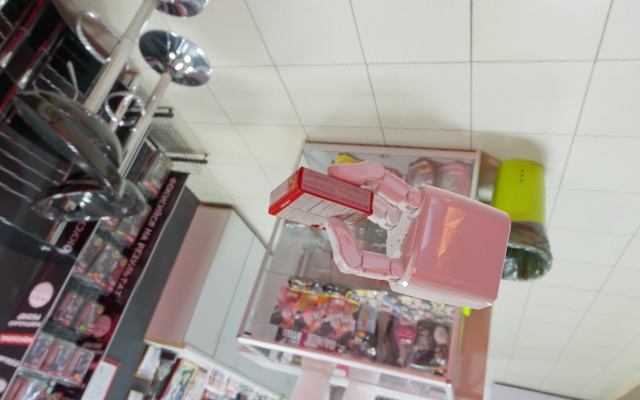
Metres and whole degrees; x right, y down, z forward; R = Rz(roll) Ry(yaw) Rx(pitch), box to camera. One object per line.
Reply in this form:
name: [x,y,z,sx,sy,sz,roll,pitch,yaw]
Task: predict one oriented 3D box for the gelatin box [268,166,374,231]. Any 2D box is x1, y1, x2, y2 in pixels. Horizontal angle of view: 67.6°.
gelatin box: [0.000,0.002,0.503,0.089,0.030,0.073,17,-28,-25]
